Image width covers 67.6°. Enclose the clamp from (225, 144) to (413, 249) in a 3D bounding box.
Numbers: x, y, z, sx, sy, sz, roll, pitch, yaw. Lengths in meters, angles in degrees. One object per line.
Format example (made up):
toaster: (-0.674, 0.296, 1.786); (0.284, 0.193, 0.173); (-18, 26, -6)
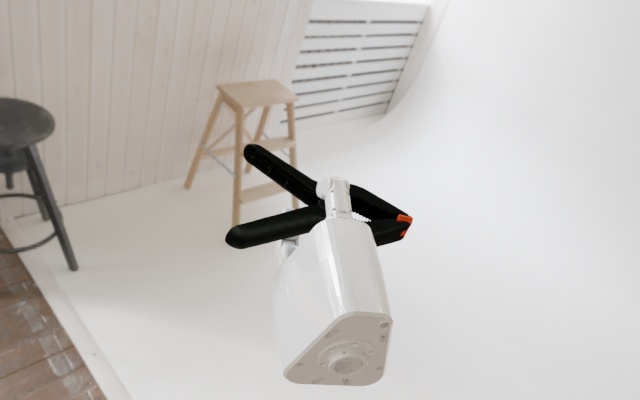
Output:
clamp: (0.001, 0.001, 0.538); (0.210, 0.036, 0.164); (9, 40, -16)
